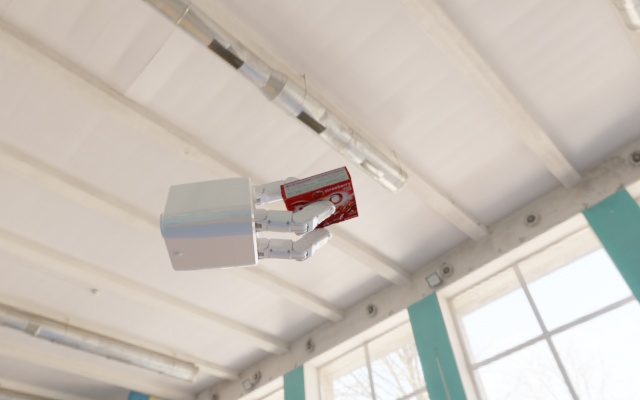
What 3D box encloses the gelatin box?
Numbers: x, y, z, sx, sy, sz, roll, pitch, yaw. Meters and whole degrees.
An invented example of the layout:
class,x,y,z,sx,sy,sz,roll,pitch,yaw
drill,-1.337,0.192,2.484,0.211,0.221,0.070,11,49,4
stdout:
class,x,y,z,sx,sy,sz,roll,pitch,yaw
gelatin box,0.000,0.002,0.613,0.089,0.030,0.073,-17,-44,-2
